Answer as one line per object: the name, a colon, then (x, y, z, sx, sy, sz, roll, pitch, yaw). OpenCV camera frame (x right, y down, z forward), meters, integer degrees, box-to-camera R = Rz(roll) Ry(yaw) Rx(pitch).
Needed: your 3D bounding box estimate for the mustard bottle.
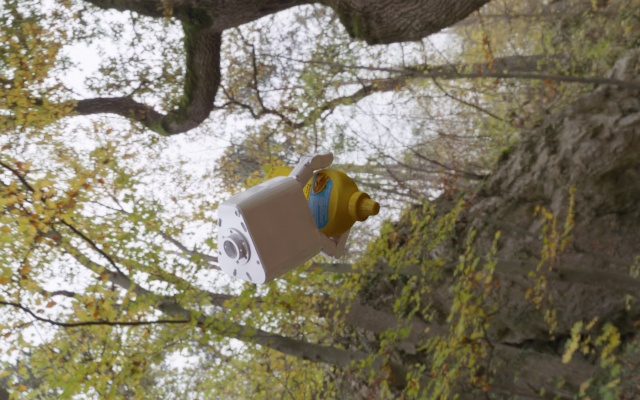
mustard bottle: (0.000, 0.002, 0.689, 0.191, 0.096, 0.058, 7, -2, 39)
